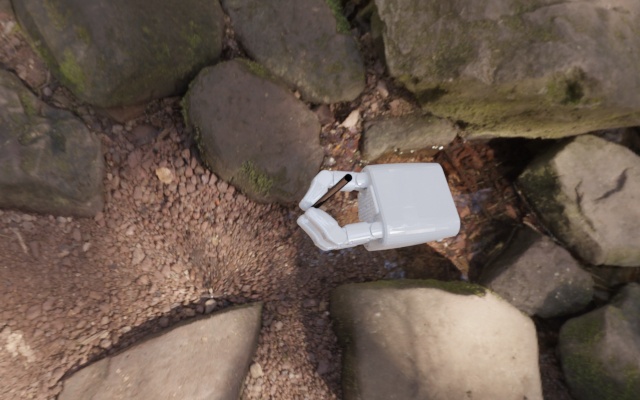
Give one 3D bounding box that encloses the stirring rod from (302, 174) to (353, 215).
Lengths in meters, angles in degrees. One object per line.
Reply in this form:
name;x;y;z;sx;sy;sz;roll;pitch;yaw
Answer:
stirring rod;0.000;0.002;0.560;0.011;0.011;0.239;0;-11;-13
